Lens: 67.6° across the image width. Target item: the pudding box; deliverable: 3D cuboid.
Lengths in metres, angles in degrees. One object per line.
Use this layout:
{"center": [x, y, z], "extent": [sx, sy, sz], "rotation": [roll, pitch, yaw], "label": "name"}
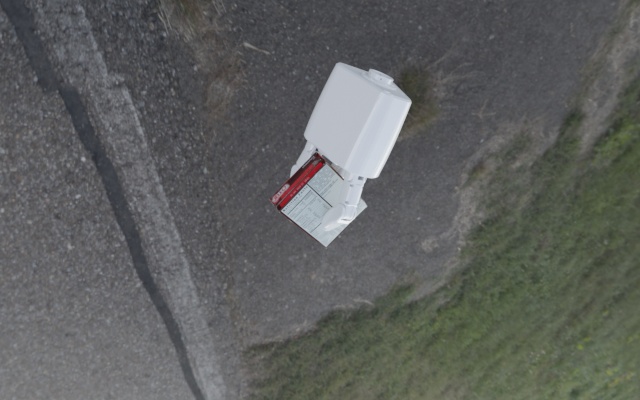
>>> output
{"center": [0.000, 0.002, 0.650], "extent": [0.113, 0.090, 0.039], "rotation": [42, 4, -39], "label": "pudding box"}
